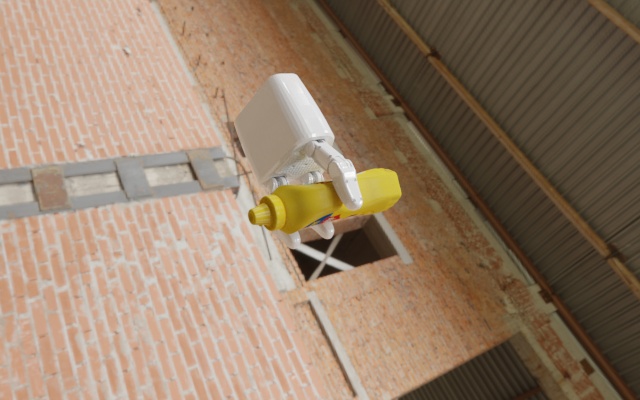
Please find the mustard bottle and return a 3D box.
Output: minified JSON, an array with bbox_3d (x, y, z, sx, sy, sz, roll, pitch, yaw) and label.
[{"bbox_3d":[0.000,0.002,0.584,0.191,0.058,0.096,-11,-3,-34],"label":"mustard bottle"}]
